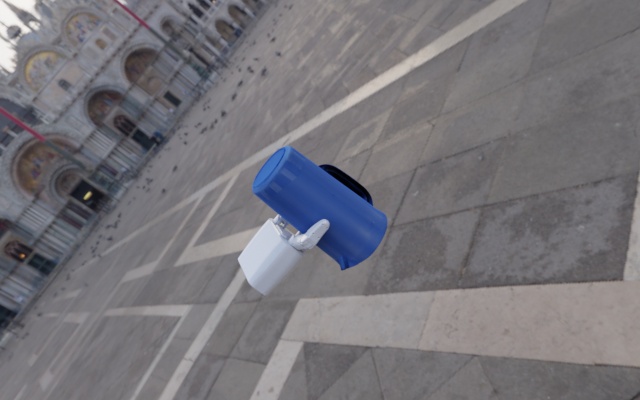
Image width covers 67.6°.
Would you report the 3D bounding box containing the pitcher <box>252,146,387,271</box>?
[{"bbox_3d":[0.000,0.003,0.895,0.243,0.145,0.149,38,6,-20],"label":"pitcher"}]
